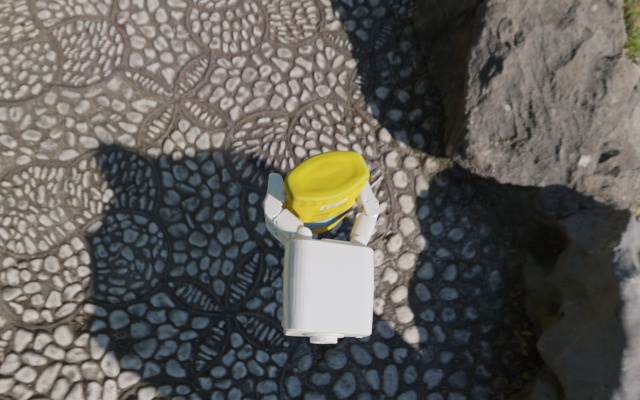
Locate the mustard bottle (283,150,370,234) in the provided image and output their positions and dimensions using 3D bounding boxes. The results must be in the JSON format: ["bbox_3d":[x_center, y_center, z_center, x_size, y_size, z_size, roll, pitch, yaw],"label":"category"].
[{"bbox_3d":[0.000,0.002,0.621,0.096,0.058,0.192,-20,-16,-12],"label":"mustard bottle"}]
